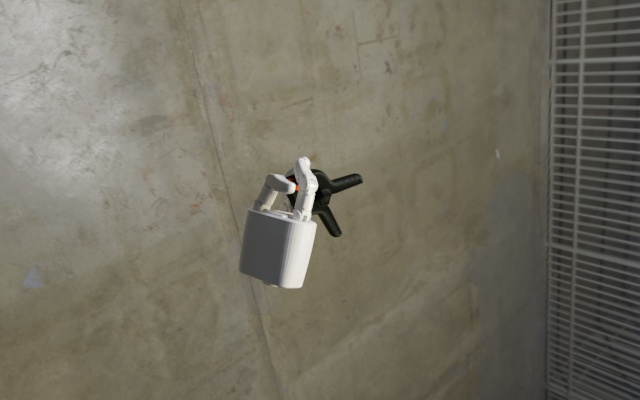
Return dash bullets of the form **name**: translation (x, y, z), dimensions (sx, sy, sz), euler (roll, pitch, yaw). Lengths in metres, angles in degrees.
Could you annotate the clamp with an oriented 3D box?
- **clamp**: translation (0.000, 0.003, 0.812), dimensions (0.171, 0.120, 0.039), euler (8, 5, -42)
